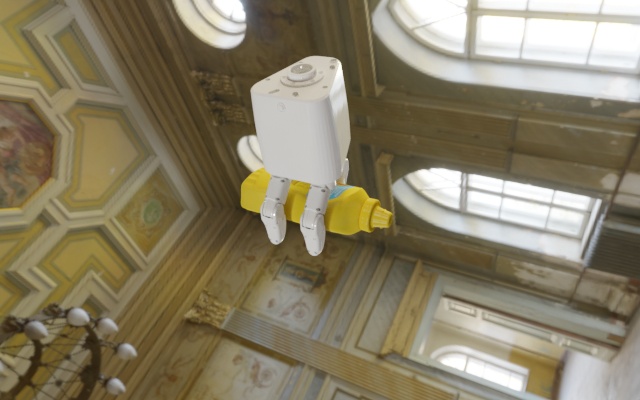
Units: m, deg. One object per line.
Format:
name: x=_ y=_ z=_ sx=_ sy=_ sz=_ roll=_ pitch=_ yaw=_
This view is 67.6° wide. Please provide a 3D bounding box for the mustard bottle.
mustard bottle: x=0.000 y=0.002 z=0.614 sx=0.191 sy=0.058 sz=0.096 roll=14 pitch=20 yaw=25
